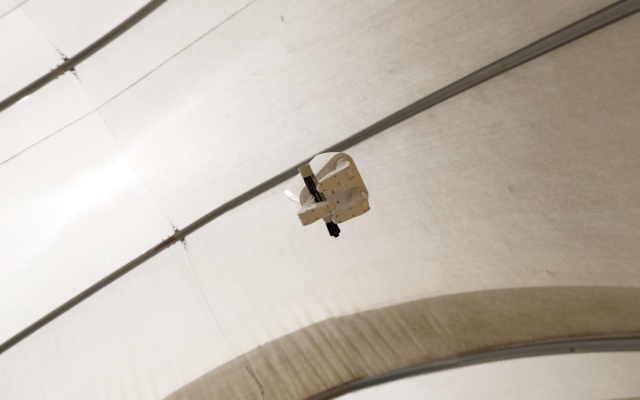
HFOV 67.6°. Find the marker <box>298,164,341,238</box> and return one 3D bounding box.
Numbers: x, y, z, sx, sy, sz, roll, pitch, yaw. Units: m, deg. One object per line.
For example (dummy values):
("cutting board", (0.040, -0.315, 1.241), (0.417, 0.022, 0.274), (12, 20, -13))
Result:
("marker", (0.000, 0.002, 0.715), (0.020, 0.121, 0.020), (-24, 15, 7))
